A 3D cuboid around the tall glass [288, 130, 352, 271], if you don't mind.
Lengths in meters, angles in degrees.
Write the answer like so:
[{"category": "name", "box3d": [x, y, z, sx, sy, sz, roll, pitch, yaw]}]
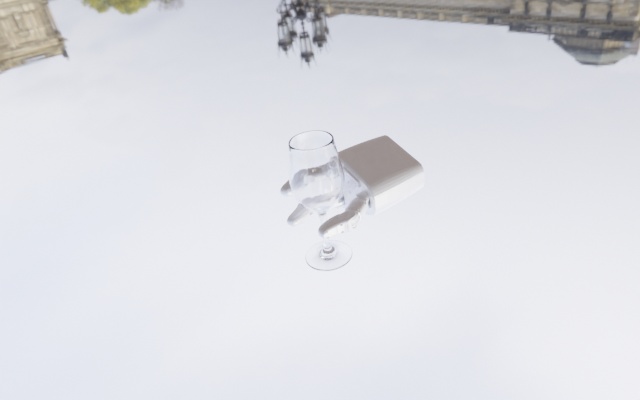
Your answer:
[{"category": "tall glass", "box3d": [0.000, 0.003, 0.692, 0.079, 0.201, 0.079, -7, 32, 4]}]
